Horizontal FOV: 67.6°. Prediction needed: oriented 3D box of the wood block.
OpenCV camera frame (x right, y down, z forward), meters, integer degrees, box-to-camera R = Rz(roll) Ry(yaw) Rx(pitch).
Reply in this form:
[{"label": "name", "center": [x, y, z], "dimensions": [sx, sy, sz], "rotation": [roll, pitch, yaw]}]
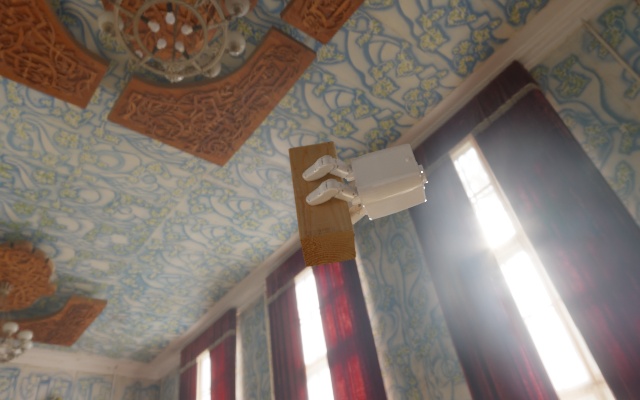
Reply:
[{"label": "wood block", "center": [0.001, 0.003, 0.854], "dimensions": [0.090, 0.206, 0.091], "rotation": [-10, -39, 0]}]
